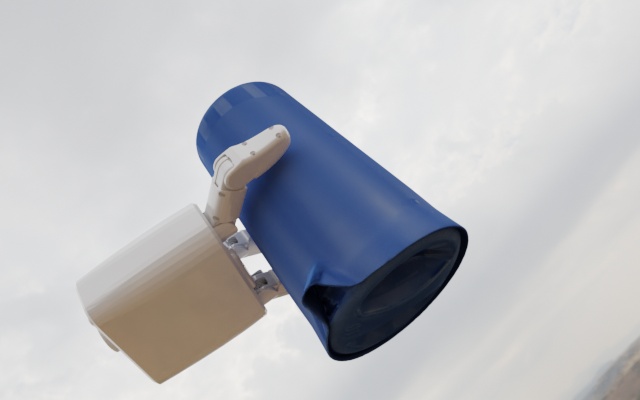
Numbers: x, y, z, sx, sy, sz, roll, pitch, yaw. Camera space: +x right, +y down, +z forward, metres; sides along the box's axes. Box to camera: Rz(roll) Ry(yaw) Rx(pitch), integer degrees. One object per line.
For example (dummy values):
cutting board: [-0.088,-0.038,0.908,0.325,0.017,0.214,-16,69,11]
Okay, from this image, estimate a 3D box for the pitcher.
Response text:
pitcher: [0.000,0.001,0.413,0.145,0.242,0.149,-35,-34,-12]
